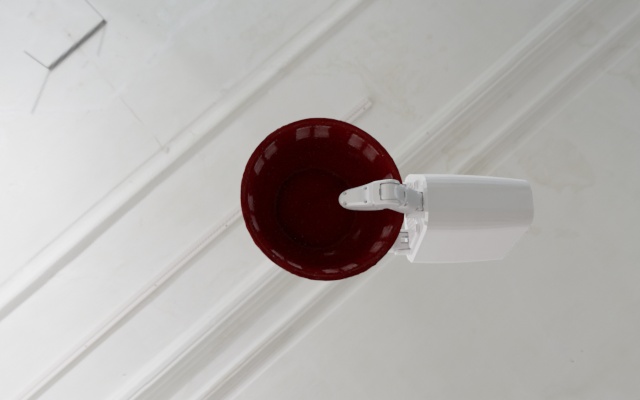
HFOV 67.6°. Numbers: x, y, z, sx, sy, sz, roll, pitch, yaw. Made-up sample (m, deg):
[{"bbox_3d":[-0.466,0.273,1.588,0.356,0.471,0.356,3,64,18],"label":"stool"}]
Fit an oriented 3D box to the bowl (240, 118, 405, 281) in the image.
[{"bbox_3d":[-0.001,0.001,0.482,0.162,0.162,0.055,0,-13,-10],"label":"bowl"}]
